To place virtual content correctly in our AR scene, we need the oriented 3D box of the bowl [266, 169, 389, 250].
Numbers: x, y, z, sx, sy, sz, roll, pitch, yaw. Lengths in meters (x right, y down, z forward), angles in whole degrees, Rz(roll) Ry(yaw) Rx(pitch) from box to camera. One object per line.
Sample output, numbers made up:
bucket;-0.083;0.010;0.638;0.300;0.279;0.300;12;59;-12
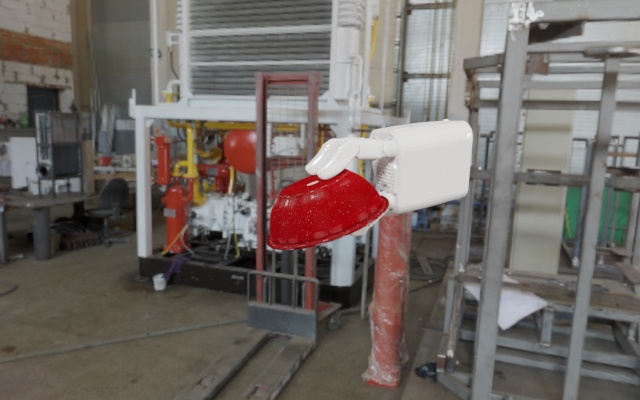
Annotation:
bowl;-0.001;0.002;0.591;0.162;0.055;0.162;-19;14;5
